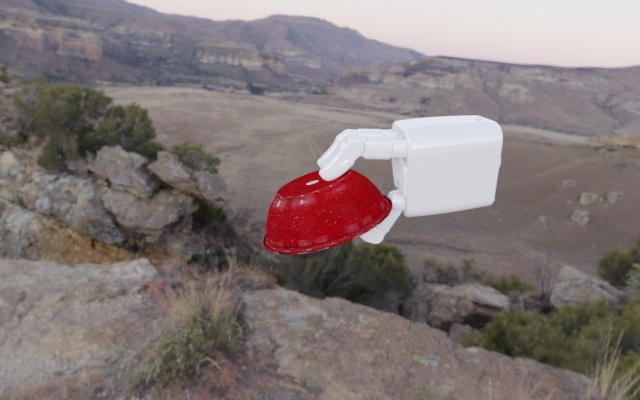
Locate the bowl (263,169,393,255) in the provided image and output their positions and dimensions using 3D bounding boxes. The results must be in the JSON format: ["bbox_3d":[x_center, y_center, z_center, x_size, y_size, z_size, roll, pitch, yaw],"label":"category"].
[{"bbox_3d":[-0.001,0.002,0.562,0.162,0.055,0.162,-17,17,5],"label":"bowl"}]
